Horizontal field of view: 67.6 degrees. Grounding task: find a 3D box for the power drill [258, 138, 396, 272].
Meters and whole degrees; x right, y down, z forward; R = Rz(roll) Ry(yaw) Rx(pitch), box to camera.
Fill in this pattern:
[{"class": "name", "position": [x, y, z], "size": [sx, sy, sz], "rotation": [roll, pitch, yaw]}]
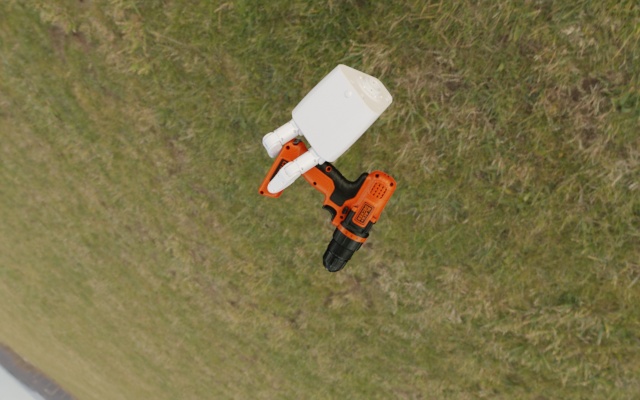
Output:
[{"class": "power drill", "position": [0.000, 0.002, 0.760], "size": [0.187, 0.184, 0.057], "rotation": [30, 13, -1]}]
